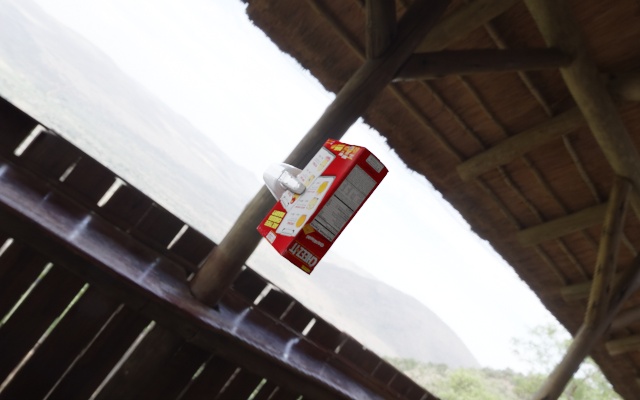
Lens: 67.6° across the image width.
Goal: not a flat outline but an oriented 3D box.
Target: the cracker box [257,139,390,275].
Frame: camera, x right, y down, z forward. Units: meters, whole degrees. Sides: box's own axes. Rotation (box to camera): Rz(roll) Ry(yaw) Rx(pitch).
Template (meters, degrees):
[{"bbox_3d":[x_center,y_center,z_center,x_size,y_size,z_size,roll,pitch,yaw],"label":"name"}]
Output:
[{"bbox_3d":[0.000,0.002,0.808,0.072,0.213,0.164,39,-4,-23],"label":"cracker box"}]
